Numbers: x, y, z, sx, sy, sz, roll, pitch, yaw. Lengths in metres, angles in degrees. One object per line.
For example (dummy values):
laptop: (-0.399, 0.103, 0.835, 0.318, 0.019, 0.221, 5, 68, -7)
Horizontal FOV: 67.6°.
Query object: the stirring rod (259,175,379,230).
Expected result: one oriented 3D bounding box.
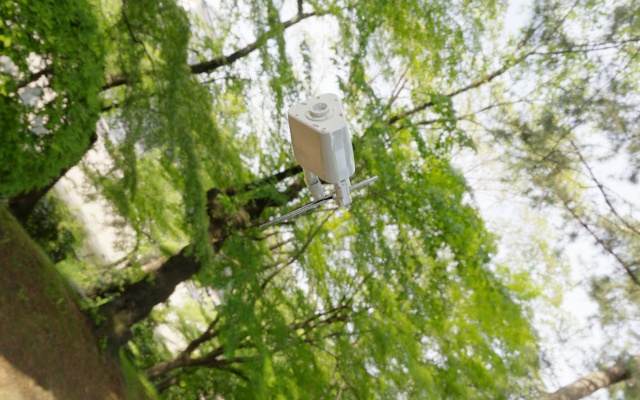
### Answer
stirring rod: (0.000, 0.003, 0.877, 0.239, 0.011, 0.011, -23, 5, -13)
